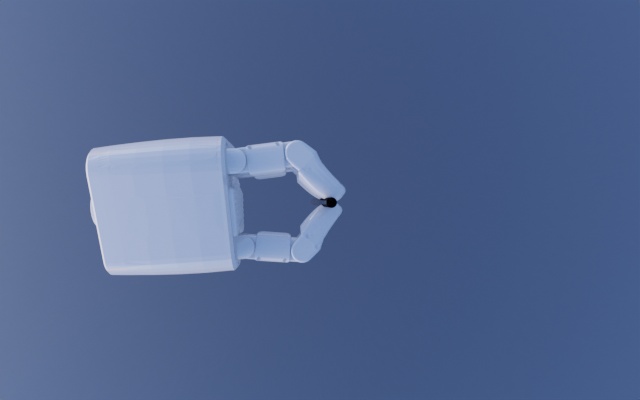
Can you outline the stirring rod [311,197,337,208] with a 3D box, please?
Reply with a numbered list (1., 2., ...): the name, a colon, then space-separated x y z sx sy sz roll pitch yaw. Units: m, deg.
1. stirring rod: 0.000 0.002 0.471 0.011 0.011 0.239 0 0 -4
